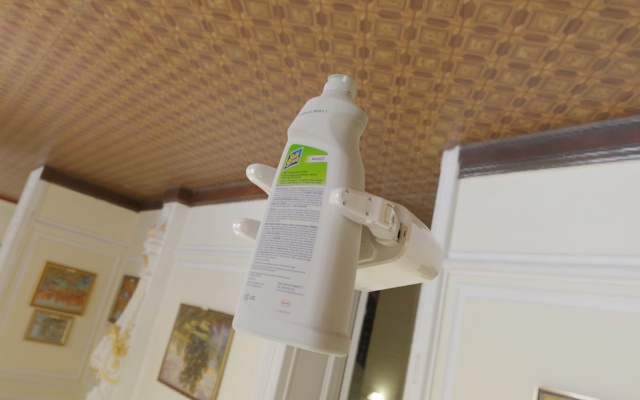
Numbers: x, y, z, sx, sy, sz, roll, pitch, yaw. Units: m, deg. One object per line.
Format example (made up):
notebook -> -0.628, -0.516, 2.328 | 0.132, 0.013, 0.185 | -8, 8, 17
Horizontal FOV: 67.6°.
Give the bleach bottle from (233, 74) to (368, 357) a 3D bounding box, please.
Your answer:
bleach bottle -> 0.000, 0.001, 0.430 | 0.102, 0.250, 0.068 | 3, -19, 34
